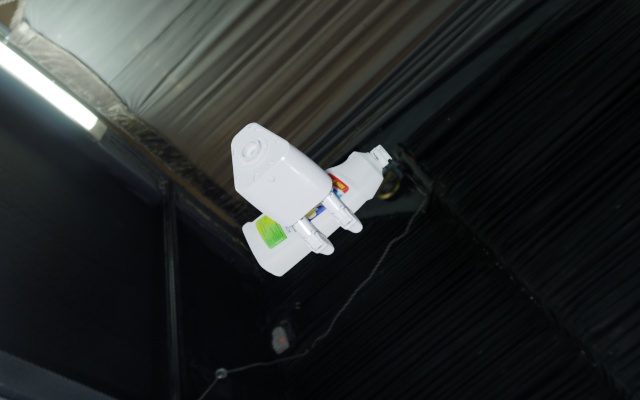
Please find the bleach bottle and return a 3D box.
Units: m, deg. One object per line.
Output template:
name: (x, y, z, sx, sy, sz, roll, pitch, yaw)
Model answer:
bleach bottle: (0.000, 0.003, 0.738, 0.068, 0.251, 0.102, 40, 13, -49)
